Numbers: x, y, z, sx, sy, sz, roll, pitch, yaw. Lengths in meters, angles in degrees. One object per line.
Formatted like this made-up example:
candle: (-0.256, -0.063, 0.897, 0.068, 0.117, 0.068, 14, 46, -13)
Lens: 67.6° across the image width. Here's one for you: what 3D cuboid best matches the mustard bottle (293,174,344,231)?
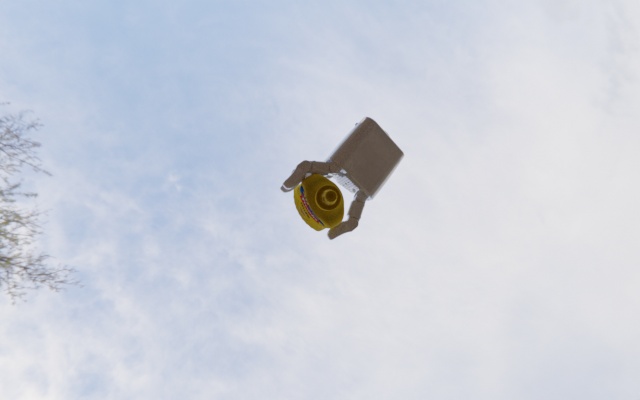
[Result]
mustard bottle: (0.000, 0.003, 0.822, 0.058, 0.096, 0.191, -27, 0, -12)
